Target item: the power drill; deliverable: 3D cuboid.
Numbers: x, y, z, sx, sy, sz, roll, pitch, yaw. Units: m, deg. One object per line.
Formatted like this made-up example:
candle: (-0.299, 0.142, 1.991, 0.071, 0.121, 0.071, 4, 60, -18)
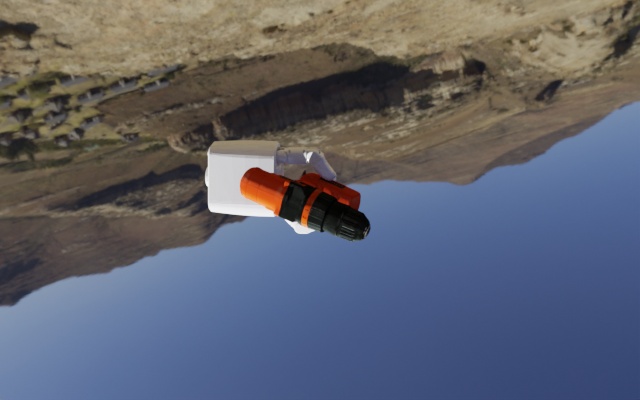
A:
power drill: (0.000, 0.002, 0.684, 0.184, 0.057, 0.187, 24, 8, 16)
